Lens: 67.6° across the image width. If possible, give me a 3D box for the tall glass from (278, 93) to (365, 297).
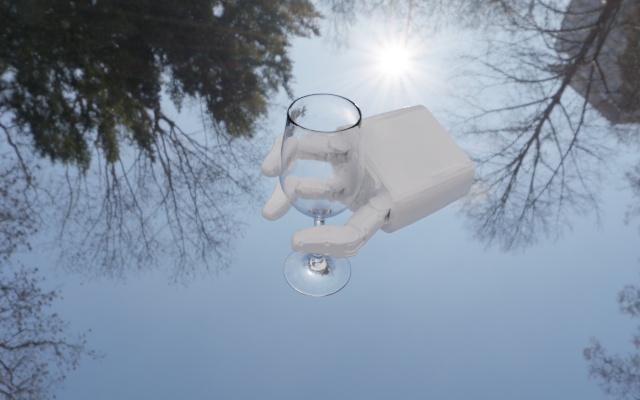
[{"bbox_3d":[0.000,0.002,0.457,0.079,0.201,0.079,1,42,-1],"label":"tall glass"}]
